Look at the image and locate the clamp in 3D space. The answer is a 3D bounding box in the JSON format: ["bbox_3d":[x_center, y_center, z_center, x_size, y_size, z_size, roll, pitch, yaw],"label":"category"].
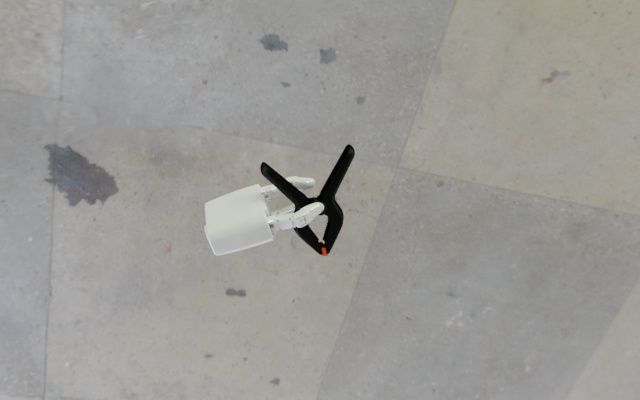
[{"bbox_3d":[0.000,0.004,0.856,0.164,0.210,0.036,-18,27,-2],"label":"clamp"}]
